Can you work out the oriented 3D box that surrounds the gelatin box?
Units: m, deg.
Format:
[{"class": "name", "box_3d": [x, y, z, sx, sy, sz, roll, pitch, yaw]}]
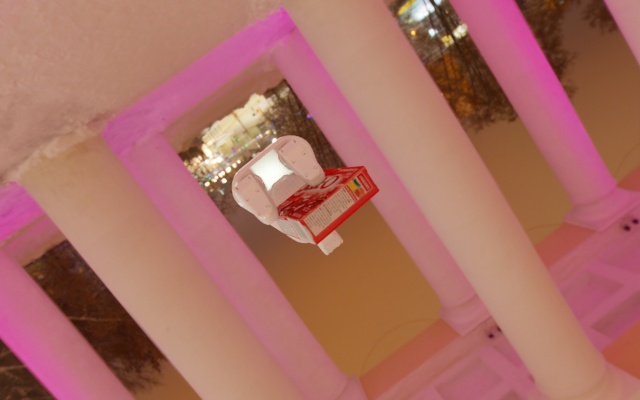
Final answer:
[{"class": "gelatin box", "box_3d": [0.000, 0.002, 0.427, 0.073, 0.030, 0.089, -39, 15, -16]}]
